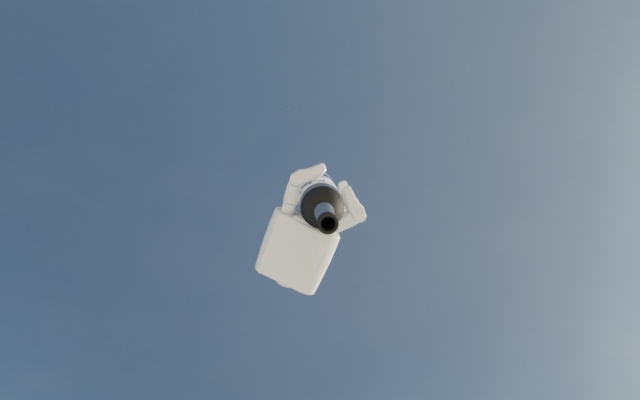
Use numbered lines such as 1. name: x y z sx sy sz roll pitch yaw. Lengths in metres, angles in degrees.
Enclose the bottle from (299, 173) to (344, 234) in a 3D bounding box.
1. bottle: 0.000 0.002 0.746 0.069 0.069 0.295 0 11 -4
